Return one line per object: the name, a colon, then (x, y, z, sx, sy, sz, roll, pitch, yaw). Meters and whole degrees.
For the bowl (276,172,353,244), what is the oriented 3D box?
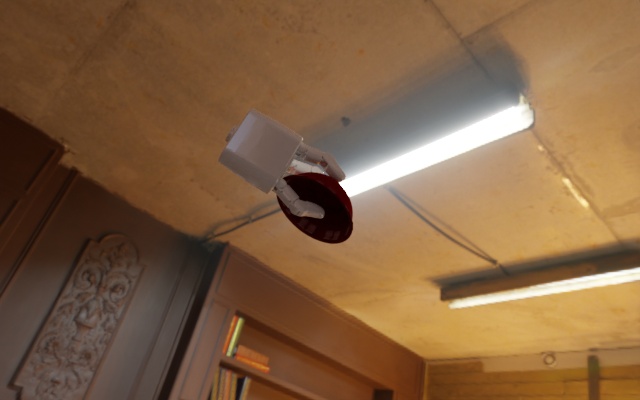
bowl: (0.001, 0.004, 0.873, 0.162, 0.162, 0.055, 0, 39, 41)
